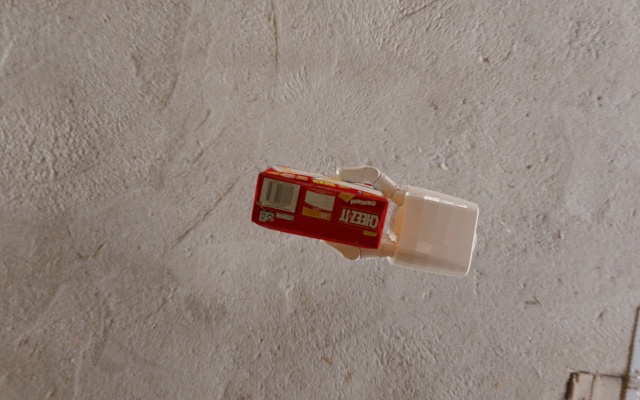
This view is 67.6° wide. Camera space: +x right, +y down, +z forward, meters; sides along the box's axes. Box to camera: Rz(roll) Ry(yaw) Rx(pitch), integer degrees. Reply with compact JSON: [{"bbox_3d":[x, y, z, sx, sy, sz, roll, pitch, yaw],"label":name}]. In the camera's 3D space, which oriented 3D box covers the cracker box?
[{"bbox_3d":[0.000,0.002,0.679,0.164,0.072,0.213,12,6,-1],"label":"cracker box"}]
